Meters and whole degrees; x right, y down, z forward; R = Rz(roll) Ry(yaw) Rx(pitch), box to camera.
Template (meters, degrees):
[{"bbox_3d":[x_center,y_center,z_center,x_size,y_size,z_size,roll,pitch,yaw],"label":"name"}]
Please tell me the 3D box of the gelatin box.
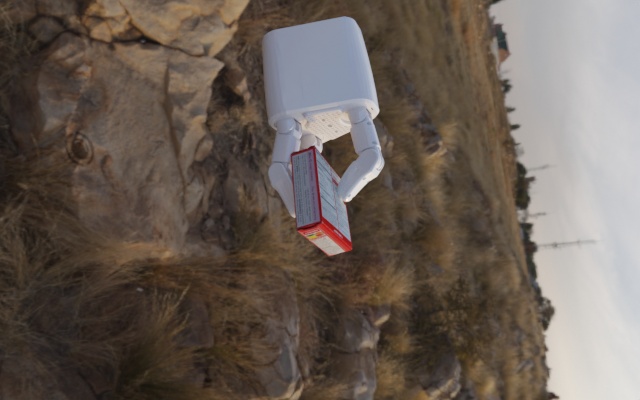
[{"bbox_3d":[0.001,0.002,0.477,0.030,0.089,0.073,-18,-32,18],"label":"gelatin box"}]
